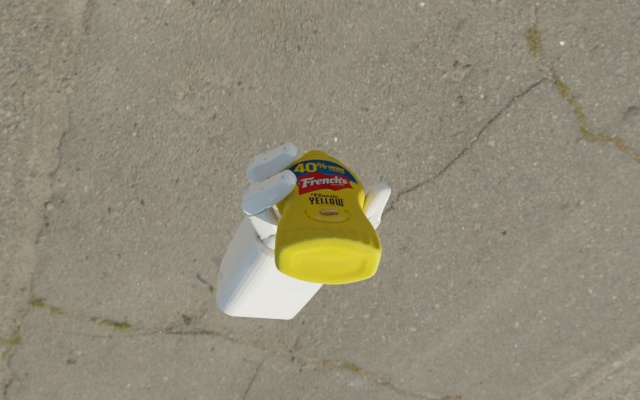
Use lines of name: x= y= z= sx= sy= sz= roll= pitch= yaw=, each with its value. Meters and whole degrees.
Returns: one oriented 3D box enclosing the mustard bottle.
mustard bottle: x=0.000 y=0.002 z=0.499 sx=0.096 sy=0.058 sz=0.191 roll=3 pitch=34 yaw=-7
